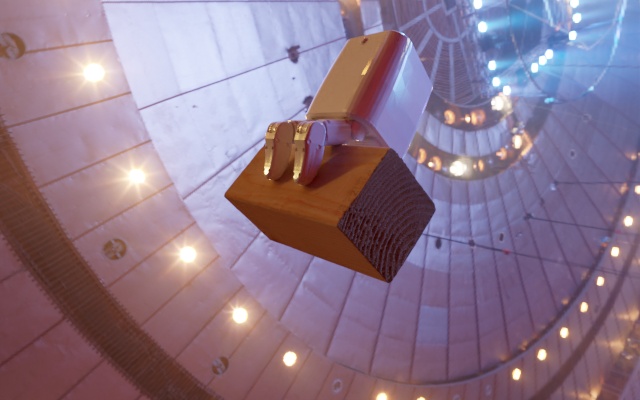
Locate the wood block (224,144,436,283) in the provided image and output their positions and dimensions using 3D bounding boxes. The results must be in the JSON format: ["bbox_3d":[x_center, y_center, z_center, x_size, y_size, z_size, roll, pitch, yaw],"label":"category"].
[{"bbox_3d":[0.000,0.001,0.497,0.206,0.090,0.091,12,-29,53],"label":"wood block"}]
